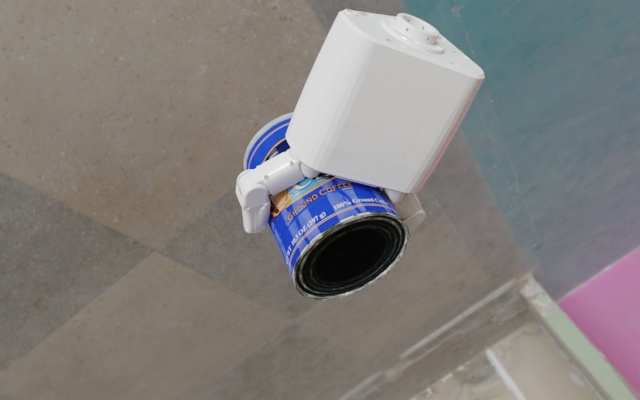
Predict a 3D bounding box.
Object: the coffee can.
[{"bbox_3d":[0.000,0.001,0.426,0.103,0.103,0.140,0,42,-31],"label":"coffee can"}]
